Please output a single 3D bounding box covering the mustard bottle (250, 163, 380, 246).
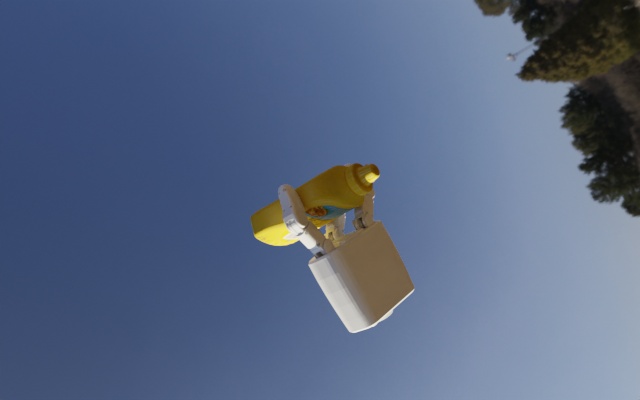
[{"bbox_3d":[0.000,0.002,0.637,0.192,0.058,0.096,-30,-23,36],"label":"mustard bottle"}]
